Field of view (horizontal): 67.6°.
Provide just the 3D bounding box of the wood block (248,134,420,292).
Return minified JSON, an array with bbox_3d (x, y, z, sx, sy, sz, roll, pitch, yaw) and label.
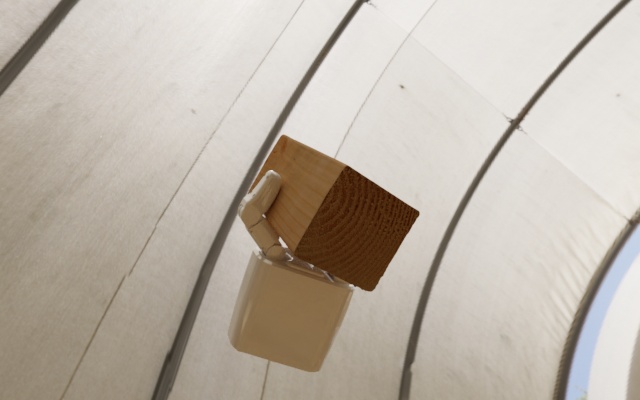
[{"bbox_3d":[0.000,0.002,0.505,0.091,0.090,0.206,29,3,-25],"label":"wood block"}]
